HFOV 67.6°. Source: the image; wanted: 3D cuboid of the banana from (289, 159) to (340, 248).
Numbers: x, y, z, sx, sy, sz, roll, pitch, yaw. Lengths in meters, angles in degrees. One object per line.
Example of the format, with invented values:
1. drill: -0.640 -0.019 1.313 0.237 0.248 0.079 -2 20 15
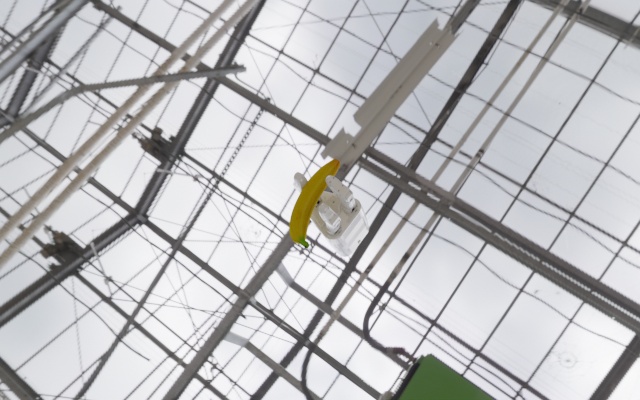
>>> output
1. banana: -0.017 0.006 0.894 0.069 0.197 0.037 -1 -34 33
